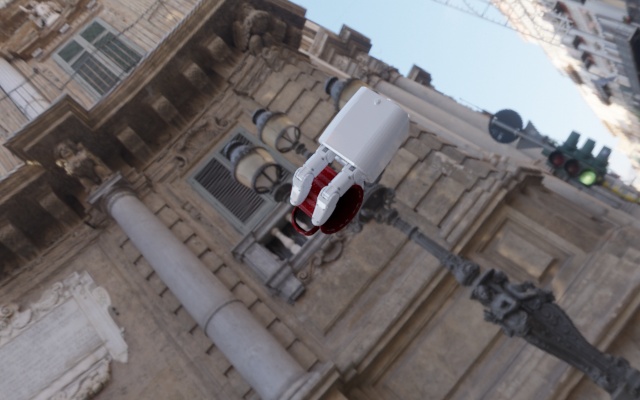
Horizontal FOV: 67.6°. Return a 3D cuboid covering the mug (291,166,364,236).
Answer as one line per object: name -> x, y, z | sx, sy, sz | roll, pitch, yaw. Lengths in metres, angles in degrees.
mug -> -0.001, 0.004, 0.756 | 0.081, 0.117, 0.093 | 39, 1, 31
